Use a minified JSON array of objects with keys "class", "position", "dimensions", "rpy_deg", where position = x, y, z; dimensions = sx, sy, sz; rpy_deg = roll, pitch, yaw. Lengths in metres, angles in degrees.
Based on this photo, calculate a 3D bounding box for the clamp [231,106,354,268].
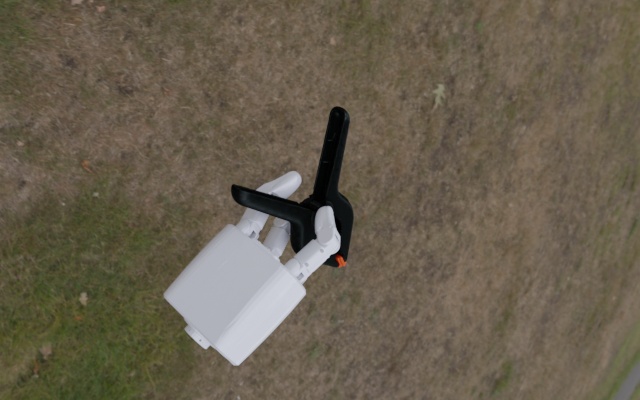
[{"class":"clamp","position":[0.001,0.003,0.577],"dimensions":[0.036,0.164,0.210],"rpy_deg":[31,-21,42]}]
